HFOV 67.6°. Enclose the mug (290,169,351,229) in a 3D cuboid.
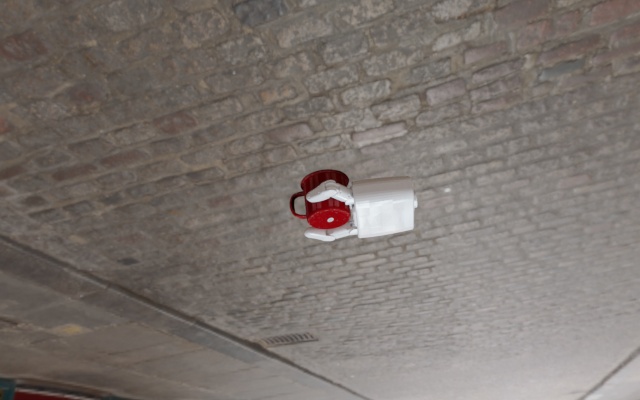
[{"bbox_3d":[-0.001,0.003,0.885,0.117,0.081,0.093,-9,-30,4],"label":"mug"}]
